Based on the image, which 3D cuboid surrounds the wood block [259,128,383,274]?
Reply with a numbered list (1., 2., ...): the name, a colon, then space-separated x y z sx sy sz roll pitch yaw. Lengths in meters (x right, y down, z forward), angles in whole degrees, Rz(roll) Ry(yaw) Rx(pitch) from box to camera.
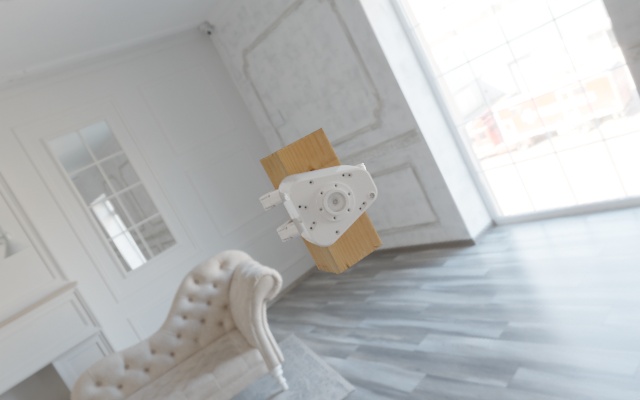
1. wood block: 0.000 0.002 0.758 0.091 0.206 0.090 -31 8 -21
